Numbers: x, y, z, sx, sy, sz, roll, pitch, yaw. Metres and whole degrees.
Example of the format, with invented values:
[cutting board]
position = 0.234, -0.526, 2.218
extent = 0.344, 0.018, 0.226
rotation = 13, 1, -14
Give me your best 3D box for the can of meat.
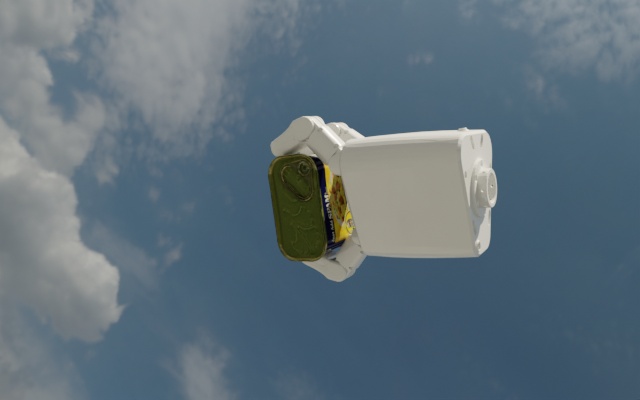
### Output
[can of meat]
position = 0.000, 0.002, 0.480
extent = 0.057, 0.102, 0.084
rotation = -4, 6, 35
